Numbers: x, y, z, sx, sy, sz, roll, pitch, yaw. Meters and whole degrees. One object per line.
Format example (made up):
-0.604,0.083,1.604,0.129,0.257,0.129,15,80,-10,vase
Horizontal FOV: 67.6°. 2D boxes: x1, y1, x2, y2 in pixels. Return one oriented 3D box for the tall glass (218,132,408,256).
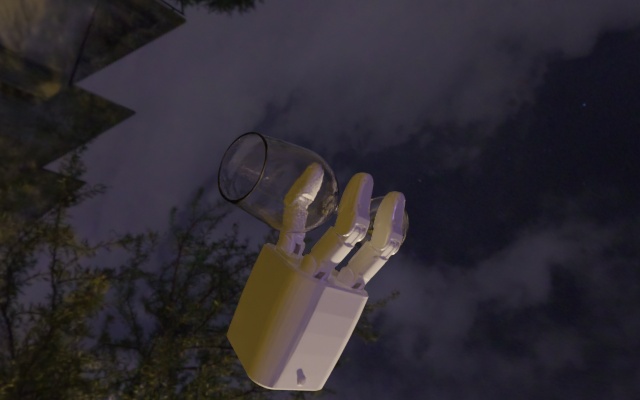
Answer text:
0.001,0.002,0.459,0.079,0.079,0.201,0,-18,43,tall glass
